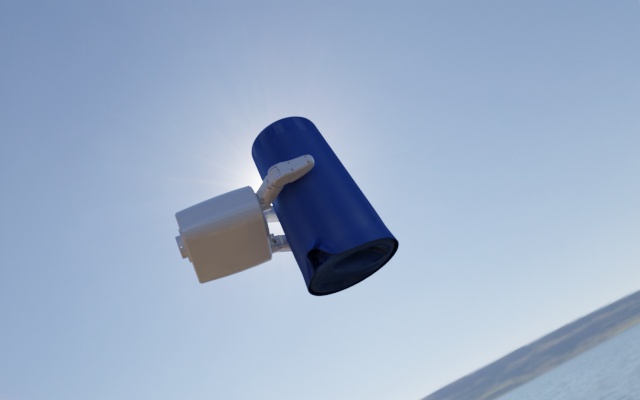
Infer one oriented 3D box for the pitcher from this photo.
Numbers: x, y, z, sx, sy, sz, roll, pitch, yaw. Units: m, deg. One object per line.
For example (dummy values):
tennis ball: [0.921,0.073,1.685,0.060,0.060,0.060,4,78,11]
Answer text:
pitcher: [0.000,0.002,0.677,0.145,0.242,0.149,-20,-29,-16]
